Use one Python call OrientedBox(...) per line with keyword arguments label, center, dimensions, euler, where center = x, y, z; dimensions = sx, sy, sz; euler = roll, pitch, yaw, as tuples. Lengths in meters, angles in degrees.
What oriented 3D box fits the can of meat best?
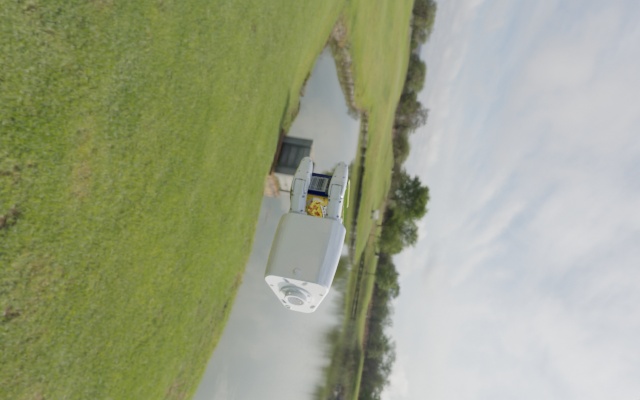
OrientedBox(label="can of meat", center=(0.000, 0.003, 0.759), dimensions=(0.084, 0.057, 0.102), euler=(10, -40, 9))
